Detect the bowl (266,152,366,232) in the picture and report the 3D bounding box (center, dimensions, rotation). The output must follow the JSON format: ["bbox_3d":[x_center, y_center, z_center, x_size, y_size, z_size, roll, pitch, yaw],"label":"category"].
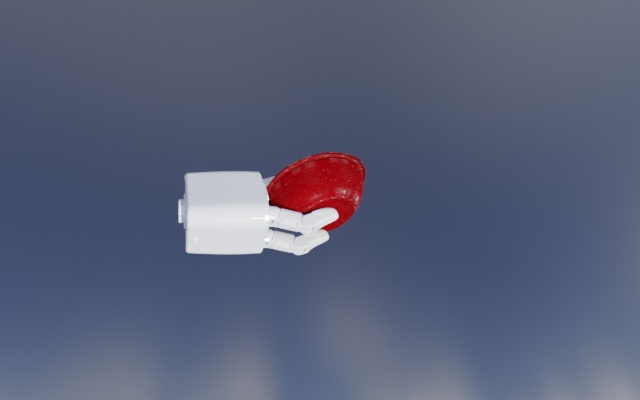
[{"bbox_3d":[0.002,0.002,0.704,0.162,0.055,0.162,-16,-32,-10],"label":"bowl"}]
